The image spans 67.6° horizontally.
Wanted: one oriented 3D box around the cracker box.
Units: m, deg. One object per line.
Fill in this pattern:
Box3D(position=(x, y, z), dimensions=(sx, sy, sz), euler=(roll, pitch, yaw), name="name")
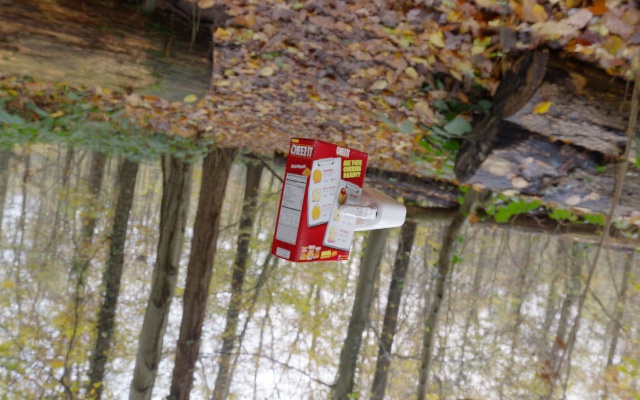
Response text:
Box3D(position=(0.000, 0.003, 0.881), dimensions=(0.072, 0.214, 0.164), euler=(12, 4, 38), name="cracker box")
